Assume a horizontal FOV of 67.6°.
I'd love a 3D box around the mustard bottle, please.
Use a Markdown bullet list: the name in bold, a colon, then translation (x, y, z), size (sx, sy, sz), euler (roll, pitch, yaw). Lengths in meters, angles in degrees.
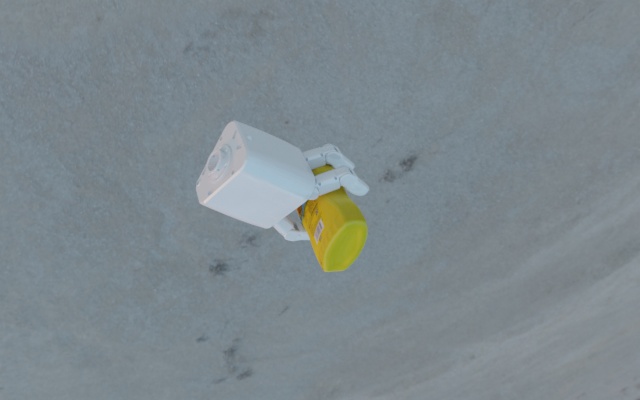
- **mustard bottle**: translation (0.000, 0.002, 0.679), size (0.058, 0.096, 0.191), euler (-2, 41, -25)
